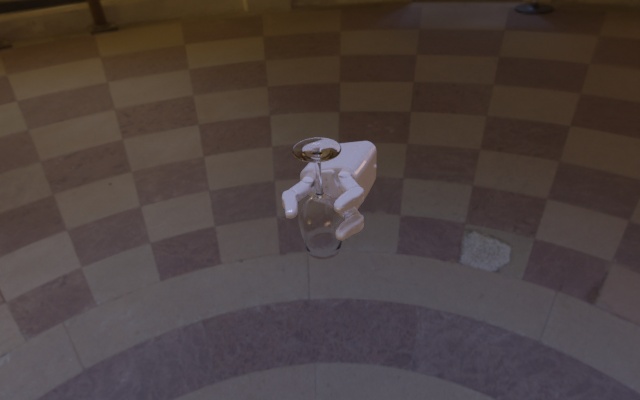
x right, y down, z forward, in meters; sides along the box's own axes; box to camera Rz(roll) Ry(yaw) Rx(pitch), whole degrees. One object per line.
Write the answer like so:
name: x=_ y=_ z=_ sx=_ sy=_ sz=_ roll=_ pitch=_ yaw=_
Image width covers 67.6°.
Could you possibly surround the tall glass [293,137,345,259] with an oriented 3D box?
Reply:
tall glass: x=0.000 y=0.002 z=0.781 sx=0.079 sy=0.201 sz=0.079 roll=-2 pitch=36 yaw=2
